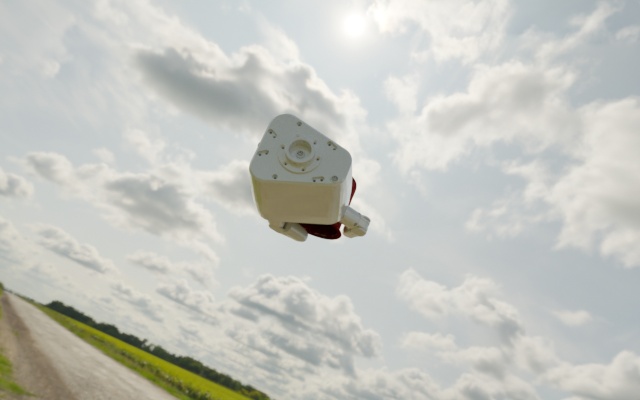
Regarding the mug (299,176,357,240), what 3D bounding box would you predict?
[{"bbox_3d":[0.000,0.003,0.679,0.093,0.081,0.117,21,-22,7],"label":"mug"}]
